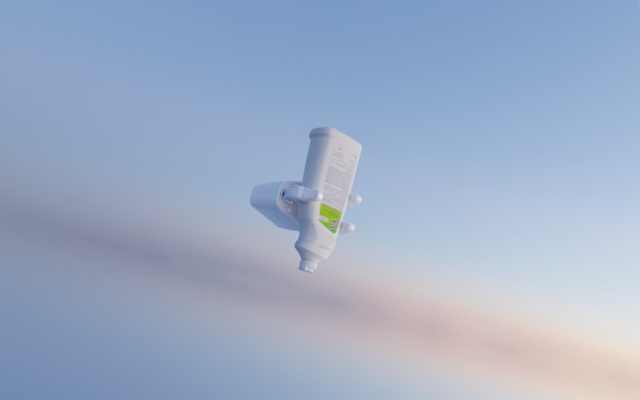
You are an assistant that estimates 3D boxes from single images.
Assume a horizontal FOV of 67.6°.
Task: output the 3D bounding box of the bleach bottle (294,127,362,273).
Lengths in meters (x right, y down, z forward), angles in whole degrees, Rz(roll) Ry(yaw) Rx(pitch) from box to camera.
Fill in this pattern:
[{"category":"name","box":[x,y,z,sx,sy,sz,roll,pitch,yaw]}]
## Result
[{"category":"bleach bottle","box":[0.000,0.003,0.856,0.102,0.250,0.068,23,-14,-37]}]
